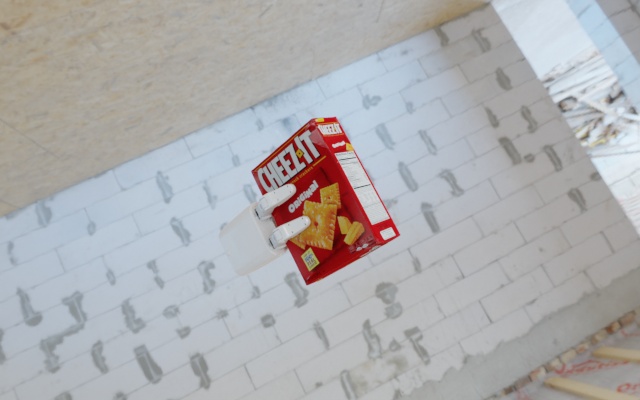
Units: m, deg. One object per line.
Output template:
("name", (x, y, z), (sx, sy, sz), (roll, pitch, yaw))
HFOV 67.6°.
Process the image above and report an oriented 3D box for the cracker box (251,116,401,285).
("cracker box", (0.000, 0.003, 0.750), (0.164, 0.213, 0.072), (-35, -12, 36))
